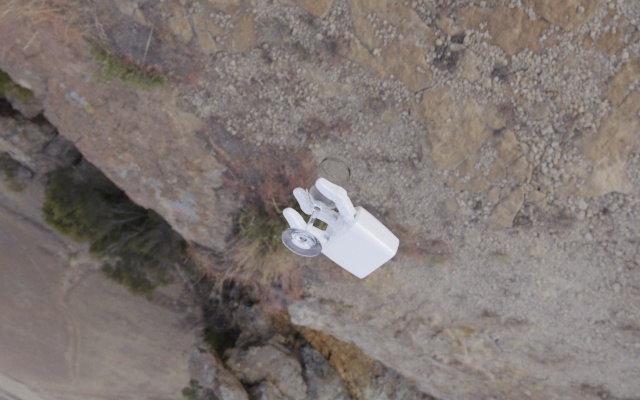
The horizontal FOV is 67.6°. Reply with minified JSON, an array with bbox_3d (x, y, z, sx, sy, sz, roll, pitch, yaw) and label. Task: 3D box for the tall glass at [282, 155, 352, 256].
[{"bbox_3d":[0.000,0.003,0.882,0.079,0.201,0.079,14,-40,12],"label":"tall glass"}]
